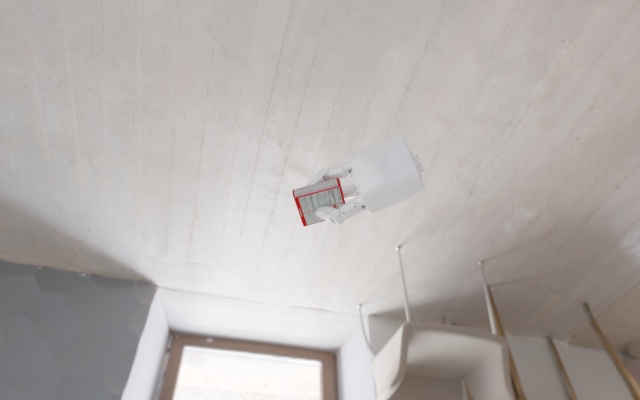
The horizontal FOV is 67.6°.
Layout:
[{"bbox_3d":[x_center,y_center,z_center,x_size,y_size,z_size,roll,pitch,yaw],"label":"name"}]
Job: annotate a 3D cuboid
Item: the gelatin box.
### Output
[{"bbox_3d":[0.000,0.003,0.880,0.089,0.073,0.030,-16,40,1],"label":"gelatin box"}]
